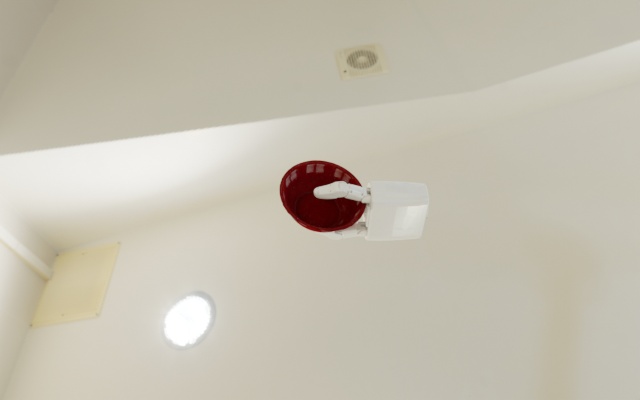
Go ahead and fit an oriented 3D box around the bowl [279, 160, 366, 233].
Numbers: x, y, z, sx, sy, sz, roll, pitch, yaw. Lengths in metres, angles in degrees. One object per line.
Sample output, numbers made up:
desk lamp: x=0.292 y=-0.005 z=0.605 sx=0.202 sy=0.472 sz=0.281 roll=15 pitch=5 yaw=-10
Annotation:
bowl: x=-0.001 y=0.003 z=0.888 sx=0.162 sy=0.162 sz=0.055 roll=0 pitch=-36 yaw=-15
